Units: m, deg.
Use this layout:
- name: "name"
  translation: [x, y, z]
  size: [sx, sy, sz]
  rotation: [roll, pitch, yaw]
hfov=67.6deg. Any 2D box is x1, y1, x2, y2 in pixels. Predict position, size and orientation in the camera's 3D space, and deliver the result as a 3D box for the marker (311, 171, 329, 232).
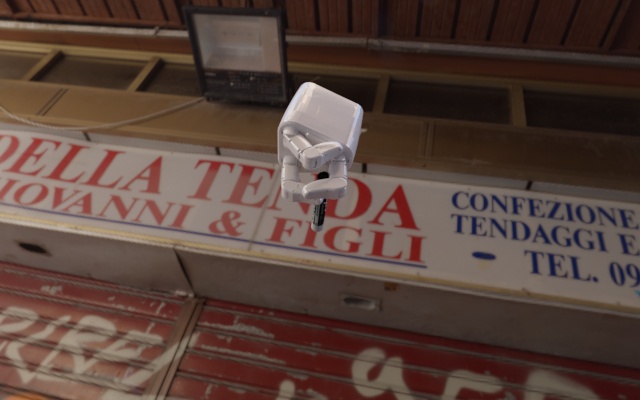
- name: "marker"
  translation: [0.000, 0.002, 0.693]
  size: [0.020, 0.020, 0.121]
  rotation: [0, -40, -6]
